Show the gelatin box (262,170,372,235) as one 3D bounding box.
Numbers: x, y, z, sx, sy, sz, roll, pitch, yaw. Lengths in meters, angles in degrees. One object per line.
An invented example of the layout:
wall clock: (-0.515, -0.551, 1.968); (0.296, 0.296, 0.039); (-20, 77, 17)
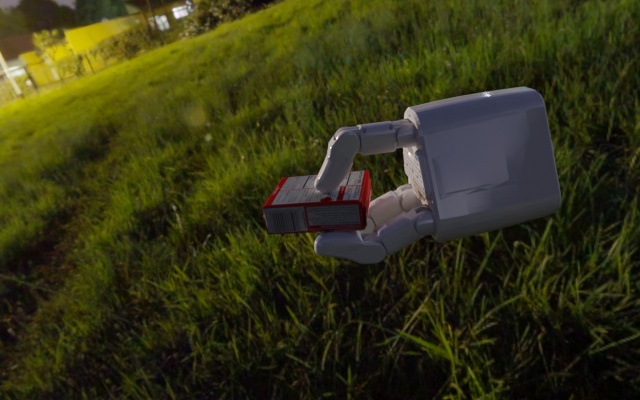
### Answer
gelatin box: (0.000, 0.001, 0.435); (0.089, 0.030, 0.073); (-4, 23, 11)
